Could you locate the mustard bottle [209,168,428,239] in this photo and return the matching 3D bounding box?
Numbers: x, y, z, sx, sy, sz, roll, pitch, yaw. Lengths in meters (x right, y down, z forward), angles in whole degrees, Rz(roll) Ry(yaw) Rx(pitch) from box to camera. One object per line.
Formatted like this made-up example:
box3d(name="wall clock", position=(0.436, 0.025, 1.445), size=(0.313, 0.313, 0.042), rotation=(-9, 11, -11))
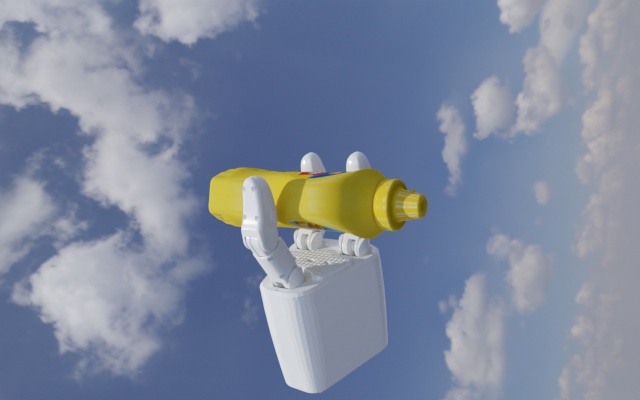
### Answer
box3d(name="mustard bottle", position=(0.000, 0.001, 0.417), size=(0.191, 0.058, 0.096), rotation=(3, -3, 35))
